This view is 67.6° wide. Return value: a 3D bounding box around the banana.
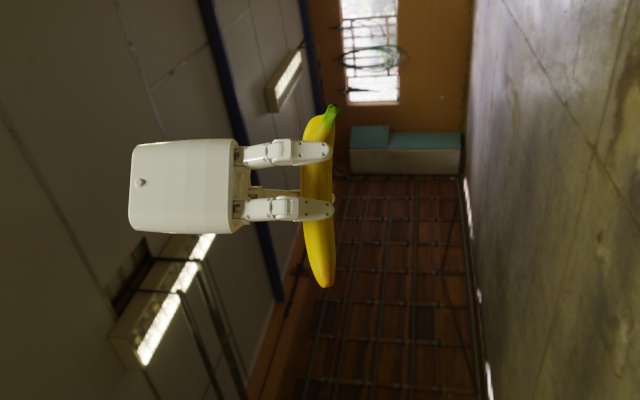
[{"bbox_3d":[-0.002,-0.006,0.525,0.037,0.198,0.069,-2,14,-7],"label":"banana"}]
